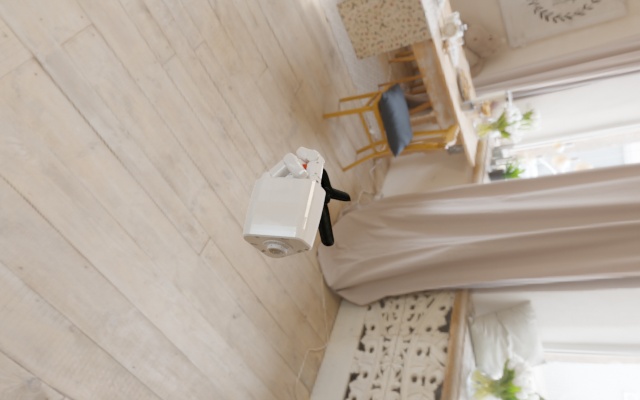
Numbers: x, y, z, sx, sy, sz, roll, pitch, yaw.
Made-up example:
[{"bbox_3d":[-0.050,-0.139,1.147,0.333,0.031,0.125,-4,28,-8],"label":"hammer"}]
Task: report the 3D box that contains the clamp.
[{"bbox_3d":[0.001,0.003,0.868,0.039,0.120,0.171,-7,-33,32],"label":"clamp"}]
